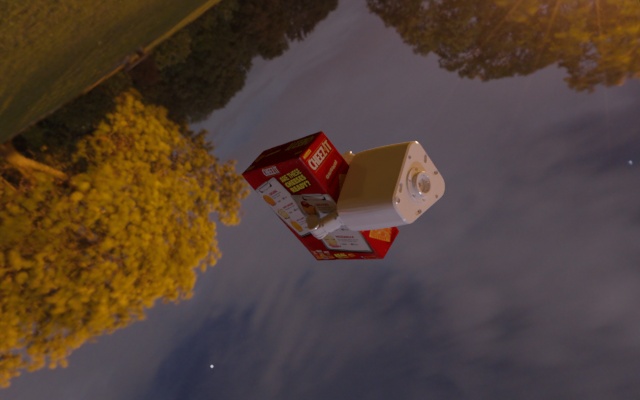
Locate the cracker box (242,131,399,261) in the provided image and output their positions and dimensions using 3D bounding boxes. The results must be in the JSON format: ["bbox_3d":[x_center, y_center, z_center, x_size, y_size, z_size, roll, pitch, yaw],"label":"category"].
[{"bbox_3d":[0.000,0.003,0.768,0.164,0.214,0.072,-9,37,50],"label":"cracker box"}]
